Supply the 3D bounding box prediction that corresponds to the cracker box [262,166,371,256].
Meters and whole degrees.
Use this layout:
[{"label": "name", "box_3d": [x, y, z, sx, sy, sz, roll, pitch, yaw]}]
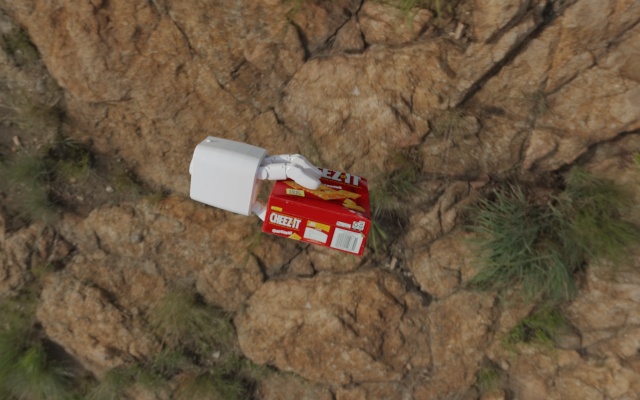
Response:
[{"label": "cracker box", "box_3d": [0.000, 0.003, 0.827, 0.164, 0.072, 0.213, 14, 21, -2]}]
